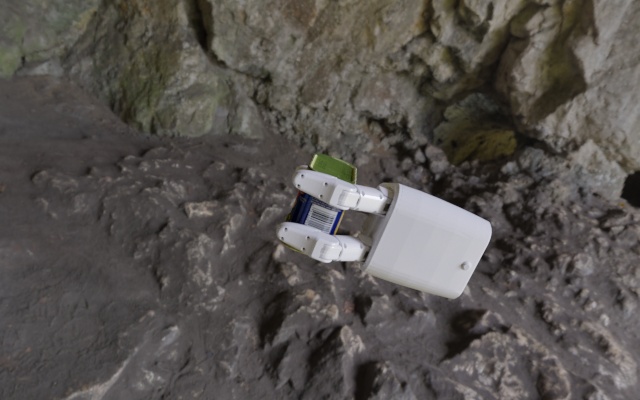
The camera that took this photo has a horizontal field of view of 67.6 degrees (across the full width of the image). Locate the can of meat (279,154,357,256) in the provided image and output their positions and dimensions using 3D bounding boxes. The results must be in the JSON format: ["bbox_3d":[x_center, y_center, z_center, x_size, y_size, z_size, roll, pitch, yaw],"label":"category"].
[{"bbox_3d":[0.000,0.001,0.513,0.057,0.084,0.102,21,18,-2],"label":"can of meat"}]
